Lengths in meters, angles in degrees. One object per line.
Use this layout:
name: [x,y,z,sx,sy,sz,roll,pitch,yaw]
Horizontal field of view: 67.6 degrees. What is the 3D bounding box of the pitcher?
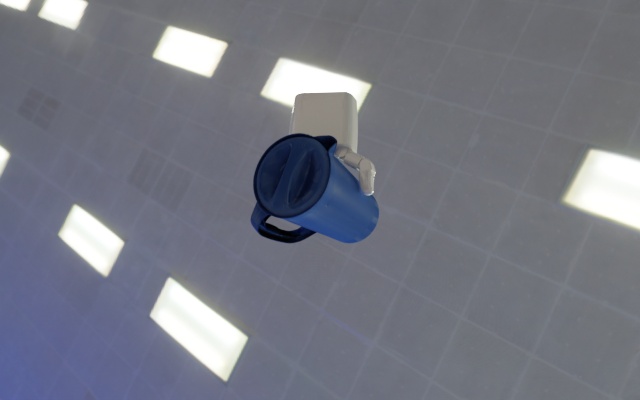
pitcher: [0.000,0.002,0.798,0.149,0.145,0.243,-6,-20,27]
